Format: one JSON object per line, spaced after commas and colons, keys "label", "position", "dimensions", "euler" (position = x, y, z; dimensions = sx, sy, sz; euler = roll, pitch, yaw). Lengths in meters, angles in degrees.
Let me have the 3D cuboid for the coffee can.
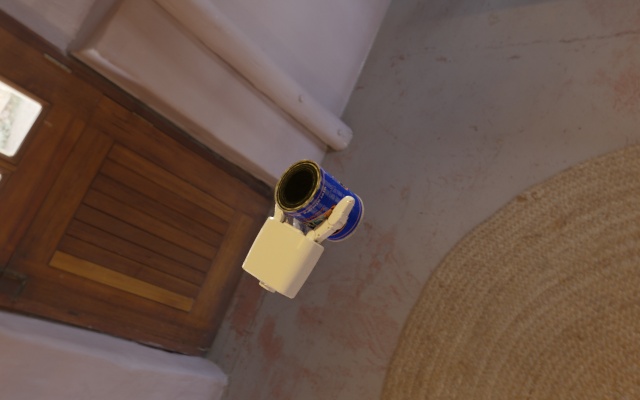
{"label": "coffee can", "position": [0.000, 0.003, 0.873], "dimensions": [0.103, 0.102, 0.140], "euler": [0, -25, 40]}
